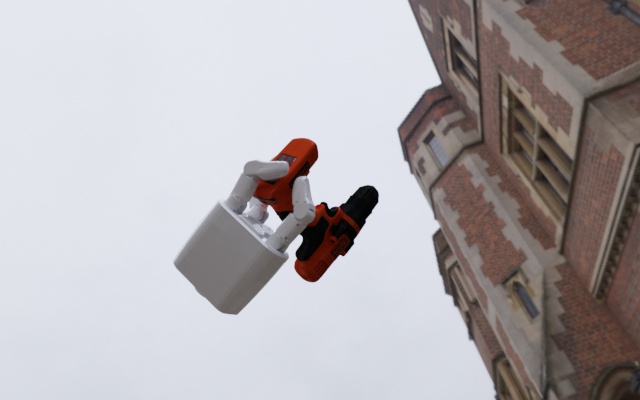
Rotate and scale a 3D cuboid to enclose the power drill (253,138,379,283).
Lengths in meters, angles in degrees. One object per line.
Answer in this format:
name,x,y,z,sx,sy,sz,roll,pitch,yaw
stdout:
power drill,0.000,0.002,0.688,0.057,0.184,0.188,16,-31,46
